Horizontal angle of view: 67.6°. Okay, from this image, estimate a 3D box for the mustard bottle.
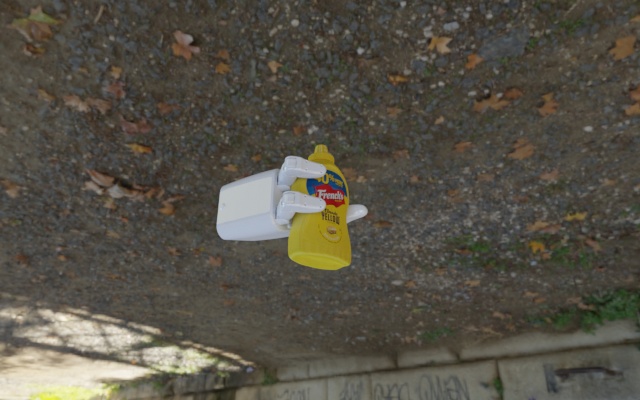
[{"bbox_3d":[0.000,0.002,0.717,0.096,0.191,0.058,18,-30,-33],"label":"mustard bottle"}]
